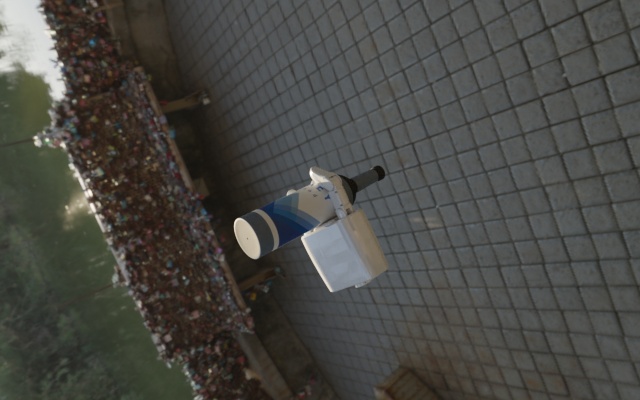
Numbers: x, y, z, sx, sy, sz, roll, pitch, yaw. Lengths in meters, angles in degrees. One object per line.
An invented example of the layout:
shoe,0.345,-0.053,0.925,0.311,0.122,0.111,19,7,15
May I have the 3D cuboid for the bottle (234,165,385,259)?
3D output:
bottle,0.000,0.003,0.784,0.295,0.069,0.069,-27,16,-35
